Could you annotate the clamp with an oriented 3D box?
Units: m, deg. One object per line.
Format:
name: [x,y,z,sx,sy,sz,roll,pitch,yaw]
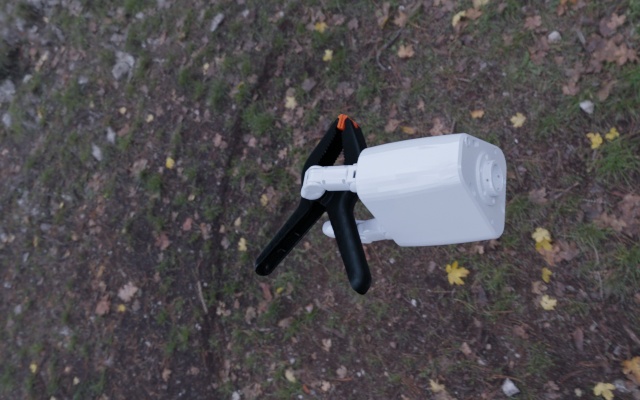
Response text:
clamp: [0.000,0.001,0.550,0.164,0.210,0.036,-6,-25,39]
